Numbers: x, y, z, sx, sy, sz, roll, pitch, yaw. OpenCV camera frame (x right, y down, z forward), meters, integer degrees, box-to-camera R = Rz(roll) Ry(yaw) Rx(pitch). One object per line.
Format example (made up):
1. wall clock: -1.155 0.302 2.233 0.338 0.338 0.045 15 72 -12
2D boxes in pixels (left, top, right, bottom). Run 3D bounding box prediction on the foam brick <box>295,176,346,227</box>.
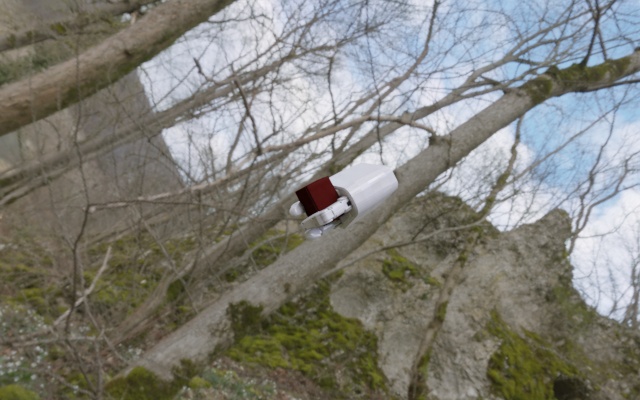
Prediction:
1. foam brick: 0.000 0.003 0.859 0.051 0.078 0.053 -30 6 -25
